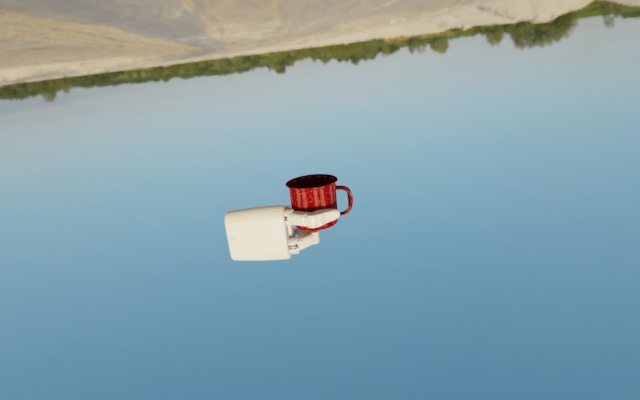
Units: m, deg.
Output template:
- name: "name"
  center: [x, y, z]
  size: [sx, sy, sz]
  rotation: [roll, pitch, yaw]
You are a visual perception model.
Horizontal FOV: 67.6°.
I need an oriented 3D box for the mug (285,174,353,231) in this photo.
- name: "mug"
  center: [0.002, 0.003, 0.853]
  size: [0.117, 0.081, 0.093]
  rotation: [-4, 18, 8]
